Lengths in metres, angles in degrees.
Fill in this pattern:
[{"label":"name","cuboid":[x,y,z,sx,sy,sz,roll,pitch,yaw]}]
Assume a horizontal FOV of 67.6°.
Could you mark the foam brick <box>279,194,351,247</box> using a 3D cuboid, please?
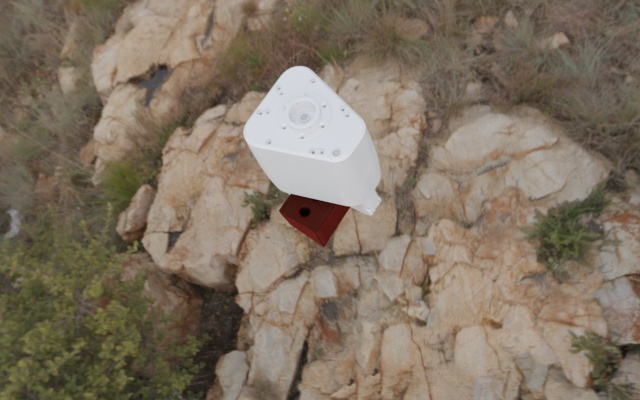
[{"label":"foam brick","cuboid":[0.000,0.002,0.538,0.053,0.078,0.051,30,-11,21]}]
